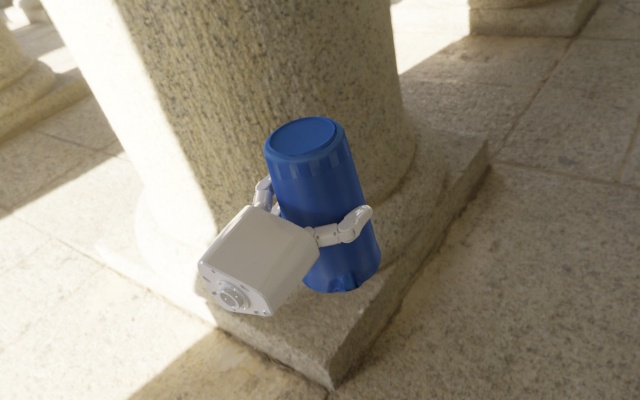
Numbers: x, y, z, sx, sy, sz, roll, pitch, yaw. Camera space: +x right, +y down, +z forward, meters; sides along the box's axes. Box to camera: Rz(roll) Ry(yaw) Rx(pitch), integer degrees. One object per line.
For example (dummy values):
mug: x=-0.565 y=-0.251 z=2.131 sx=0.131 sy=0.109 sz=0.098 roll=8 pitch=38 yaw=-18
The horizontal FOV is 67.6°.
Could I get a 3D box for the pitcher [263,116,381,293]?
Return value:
pitcher: x=0.000 y=0.002 z=0.689 sx=0.149 sy=0.243 sz=0.145 roll=13 pitch=46 yaw=32
